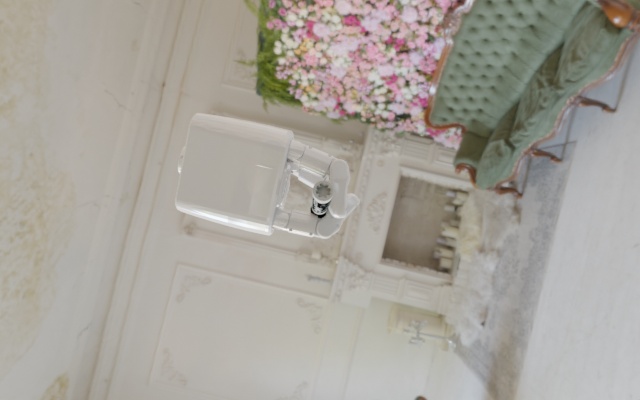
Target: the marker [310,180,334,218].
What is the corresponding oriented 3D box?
[{"bbox_3d":[0.000,0.002,0.476,0.020,0.020,0.121,0,-10,-2],"label":"marker"}]
